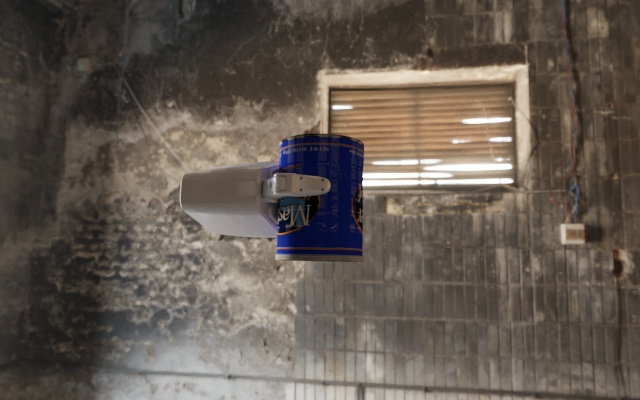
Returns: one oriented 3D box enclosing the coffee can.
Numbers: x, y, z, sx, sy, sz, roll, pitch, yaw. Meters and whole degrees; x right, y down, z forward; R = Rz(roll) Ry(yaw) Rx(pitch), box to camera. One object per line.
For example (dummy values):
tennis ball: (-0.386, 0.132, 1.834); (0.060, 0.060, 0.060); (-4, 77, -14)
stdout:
coffee can: (0.000, 0.002, 0.566); (0.103, 0.140, 0.103); (1, -7, 0)
